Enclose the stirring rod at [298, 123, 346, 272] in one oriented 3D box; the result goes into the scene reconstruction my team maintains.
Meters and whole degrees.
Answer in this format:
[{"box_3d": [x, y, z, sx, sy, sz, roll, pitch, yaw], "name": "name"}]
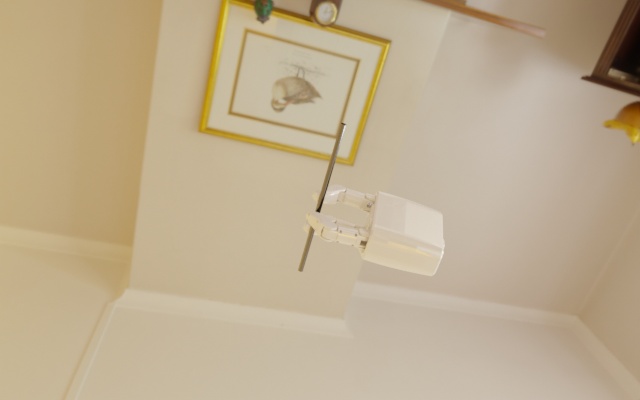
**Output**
[{"box_3d": [0.000, 0.002, 0.694, 0.011, 0.240, 0.011, 14, 23, -6], "name": "stirring rod"}]
